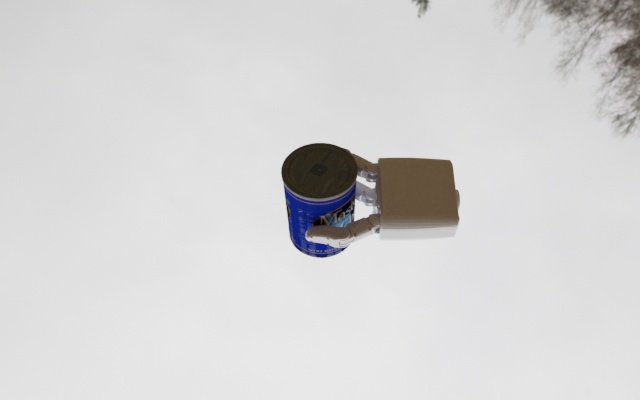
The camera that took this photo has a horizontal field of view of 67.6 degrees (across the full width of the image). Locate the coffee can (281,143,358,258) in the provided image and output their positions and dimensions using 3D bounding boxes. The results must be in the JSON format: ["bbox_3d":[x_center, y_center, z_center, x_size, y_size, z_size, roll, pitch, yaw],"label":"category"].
[{"bbox_3d":[0.000,0.002,0.690,0.103,0.102,0.140,0,-40,2],"label":"coffee can"}]
